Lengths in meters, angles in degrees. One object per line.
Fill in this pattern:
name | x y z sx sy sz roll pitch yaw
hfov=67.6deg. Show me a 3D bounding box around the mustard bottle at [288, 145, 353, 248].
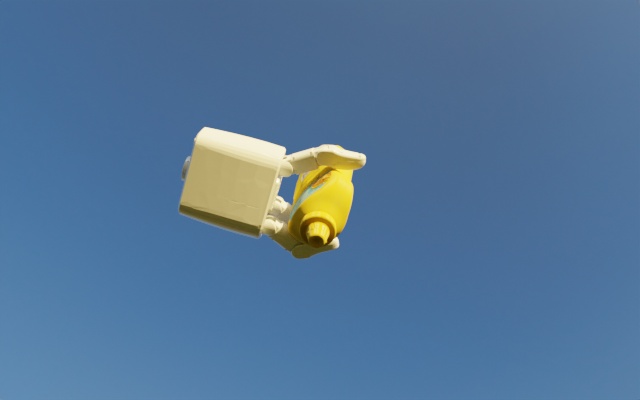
mustard bottle | 0.000 0.002 0.593 0.058 0.096 0.191 40 21 -14
